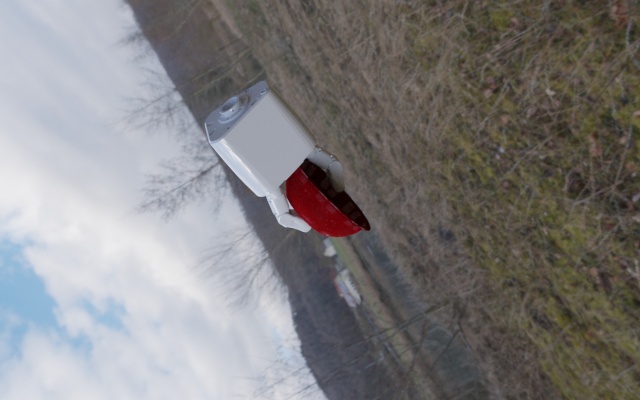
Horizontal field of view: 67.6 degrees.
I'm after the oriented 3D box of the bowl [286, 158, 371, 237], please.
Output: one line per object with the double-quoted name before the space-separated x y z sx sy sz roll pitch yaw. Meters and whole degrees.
"bowl" 0.001 0.003 0.714 0.055 0.162 0.162 -45 -11 11
